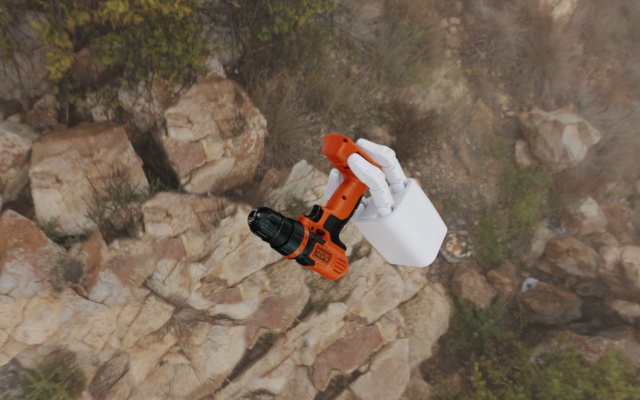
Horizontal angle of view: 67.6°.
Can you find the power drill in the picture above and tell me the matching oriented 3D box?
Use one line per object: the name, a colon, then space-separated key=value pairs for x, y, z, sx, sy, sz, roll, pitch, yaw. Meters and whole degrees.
power drill: x=0.001 y=0.002 z=0.683 sx=0.057 sy=0.187 sz=0.184 roll=16 pitch=-16 yaw=49
